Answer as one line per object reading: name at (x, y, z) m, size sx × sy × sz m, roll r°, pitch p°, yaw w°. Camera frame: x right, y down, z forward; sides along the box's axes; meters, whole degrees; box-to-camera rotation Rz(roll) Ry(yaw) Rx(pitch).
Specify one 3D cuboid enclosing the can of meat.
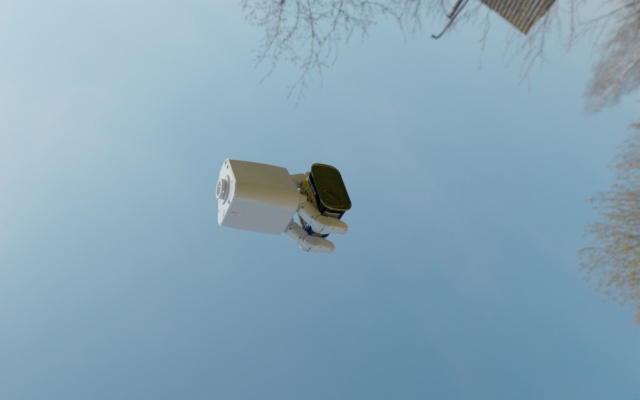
can of meat at (0.000, 0.003, 0.807) m, size 0.057 × 0.102 × 0.084 m, roll 7°, pitch -44°, yaw -29°
